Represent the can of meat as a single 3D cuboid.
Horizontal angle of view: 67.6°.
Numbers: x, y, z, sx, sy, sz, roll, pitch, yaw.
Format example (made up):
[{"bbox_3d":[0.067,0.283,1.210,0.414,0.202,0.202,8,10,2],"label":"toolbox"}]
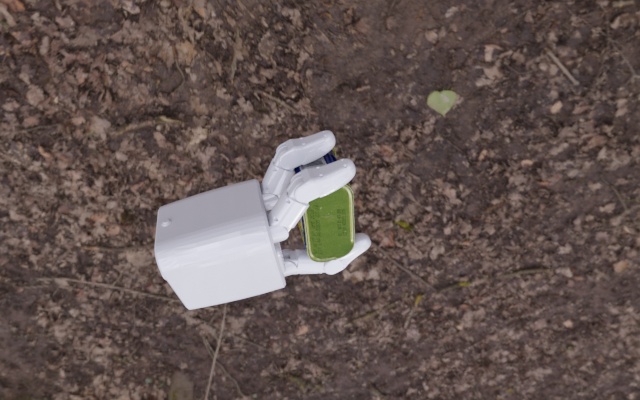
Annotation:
[{"bbox_3d":[0.000,0.002,0.502,0.057,0.102,0.084,-11,35,-7],"label":"can of meat"}]
